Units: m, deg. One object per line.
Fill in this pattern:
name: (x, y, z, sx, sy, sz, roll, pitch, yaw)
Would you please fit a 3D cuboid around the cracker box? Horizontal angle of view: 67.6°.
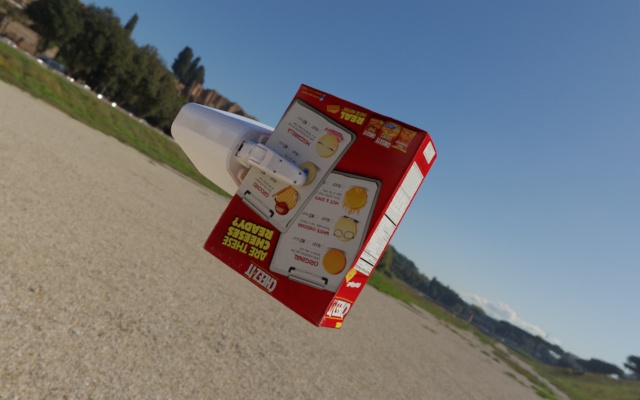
cracker box: (0.000, 0.001, 0.510, 0.164, 0.213, 0.072, 28, -4, 29)
